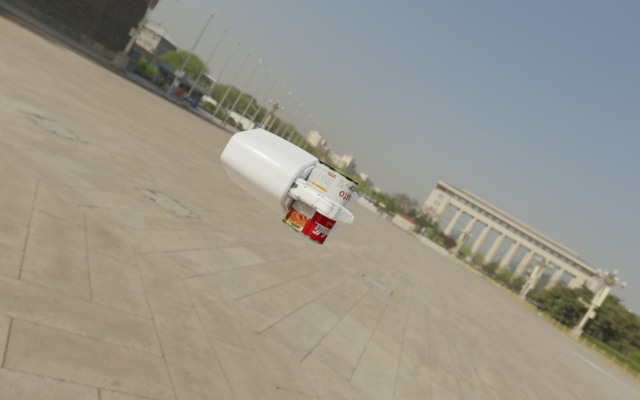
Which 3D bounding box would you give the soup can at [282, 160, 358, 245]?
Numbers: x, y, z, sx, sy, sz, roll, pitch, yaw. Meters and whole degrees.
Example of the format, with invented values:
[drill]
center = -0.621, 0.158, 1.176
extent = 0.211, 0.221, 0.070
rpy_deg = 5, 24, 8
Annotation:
[soup can]
center = 0.001, 0.002, 0.678
extent = 0.068, 0.102, 0.068
rpy_deg = 31, 3, -2
